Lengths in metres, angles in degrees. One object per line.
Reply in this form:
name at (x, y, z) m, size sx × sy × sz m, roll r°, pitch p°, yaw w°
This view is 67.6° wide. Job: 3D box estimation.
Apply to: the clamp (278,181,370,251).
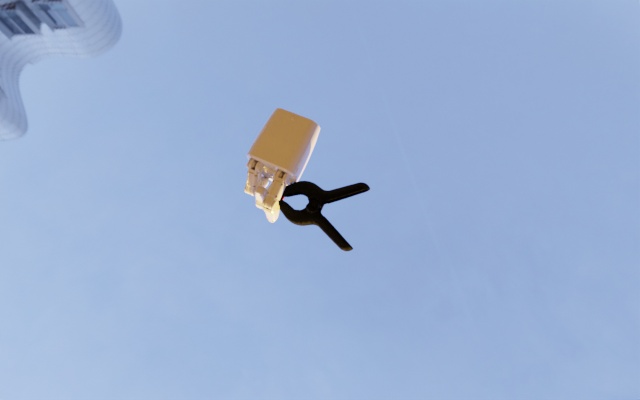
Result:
clamp at (0.000, 0.003, 0.829) m, size 0.171 × 0.120 × 0.039 m, roll 24°, pitch -12°, yaw 12°
